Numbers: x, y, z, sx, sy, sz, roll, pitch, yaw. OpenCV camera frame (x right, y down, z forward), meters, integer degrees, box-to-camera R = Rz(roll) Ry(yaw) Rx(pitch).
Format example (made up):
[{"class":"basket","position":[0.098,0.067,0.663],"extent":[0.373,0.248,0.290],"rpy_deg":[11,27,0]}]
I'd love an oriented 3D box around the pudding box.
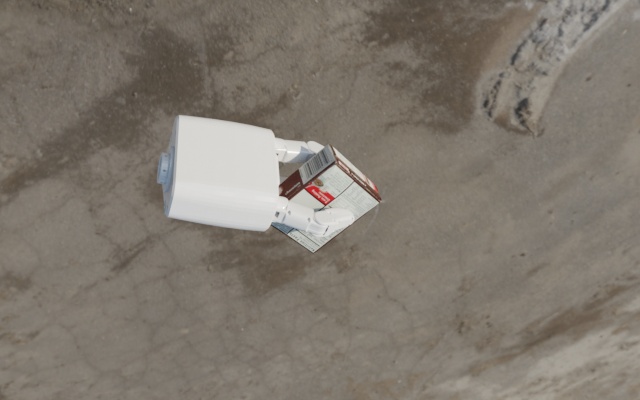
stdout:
[{"class":"pudding box","position":[0.000,0.002,0.557],"extent":[0.113,0.039,0.090],"rpy_deg":[-38,-51,19]}]
